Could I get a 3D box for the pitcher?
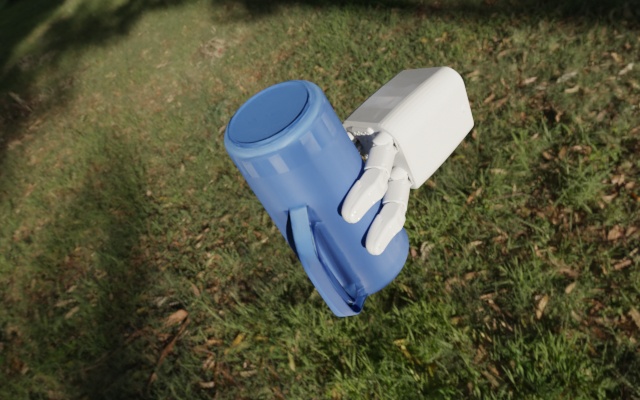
[{"bbox_3d":[0.000,0.002,0.520,0.149,0.145,0.243,33,-18,47],"label":"pitcher"}]
